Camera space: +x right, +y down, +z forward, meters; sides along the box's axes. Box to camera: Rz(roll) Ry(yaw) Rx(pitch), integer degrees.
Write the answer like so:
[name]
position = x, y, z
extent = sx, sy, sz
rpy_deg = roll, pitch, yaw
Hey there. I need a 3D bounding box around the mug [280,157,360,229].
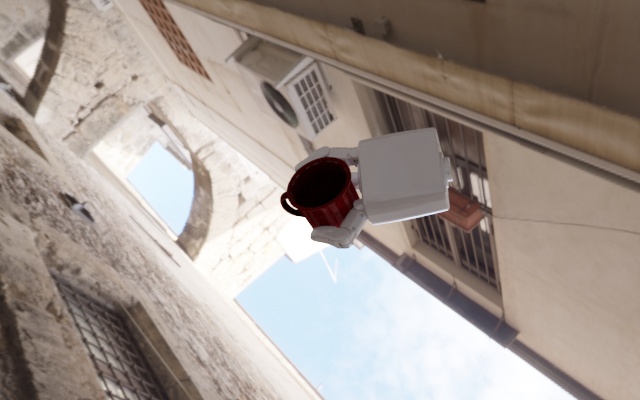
[mug]
position = -0.001, 0.003, 0.669
extent = 0.117, 0.093, 0.081
rpy_deg = -9, -40, 20
